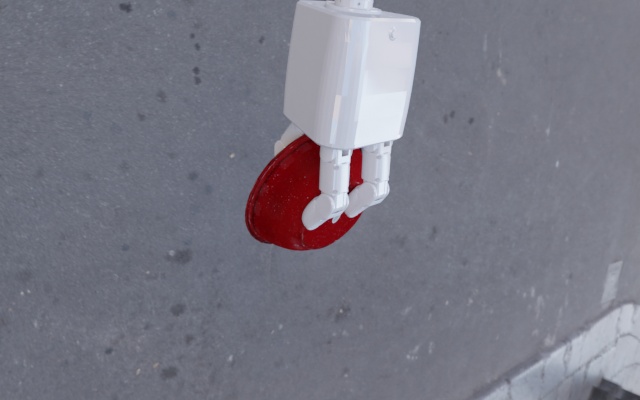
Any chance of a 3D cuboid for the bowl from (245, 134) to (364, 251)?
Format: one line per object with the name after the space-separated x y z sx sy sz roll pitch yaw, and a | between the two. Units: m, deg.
0.000 0.003 0.522 0.162 0.162 0.055 0 37 -51 | bowl
